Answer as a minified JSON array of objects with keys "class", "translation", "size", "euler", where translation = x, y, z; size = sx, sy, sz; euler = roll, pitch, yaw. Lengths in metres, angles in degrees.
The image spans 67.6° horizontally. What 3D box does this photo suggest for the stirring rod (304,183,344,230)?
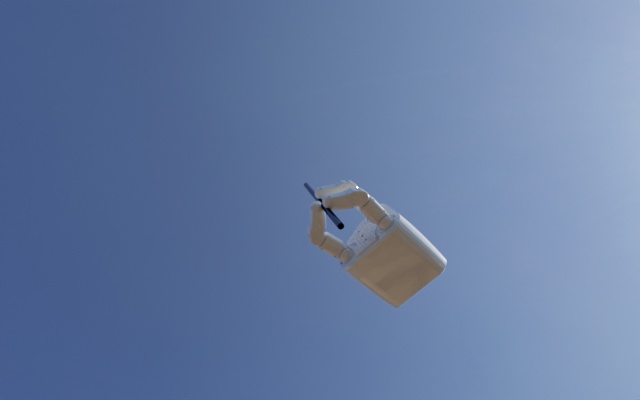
[{"class":"stirring rod","translation":[0.000,0.002,0.664],"size":[0.011,0.011,0.239],"euler":[0,13,-12]}]
